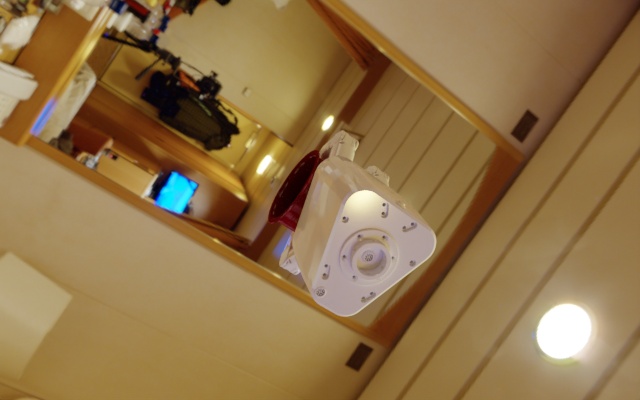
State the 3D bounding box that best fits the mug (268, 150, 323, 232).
[{"bbox_3d":[0.000,0.001,0.536,0.081,0.093,0.117,34,9,-17],"label":"mug"}]
